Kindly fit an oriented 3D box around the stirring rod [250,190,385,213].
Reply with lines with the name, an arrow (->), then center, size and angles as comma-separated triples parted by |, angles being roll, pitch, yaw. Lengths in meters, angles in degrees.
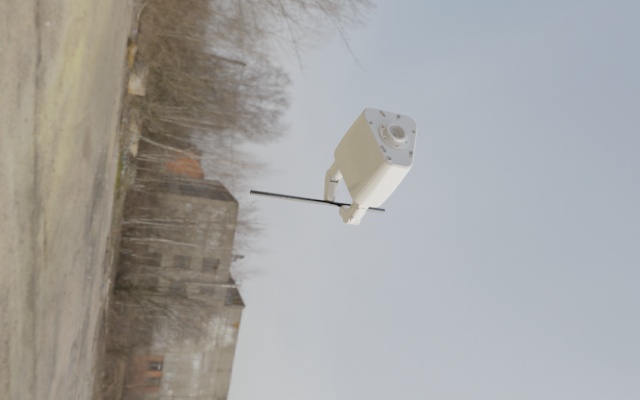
stirring rod -> 0.000, 0.003, 0.805 | 0.239, 0.011, 0.011 | 8, -3, -19
